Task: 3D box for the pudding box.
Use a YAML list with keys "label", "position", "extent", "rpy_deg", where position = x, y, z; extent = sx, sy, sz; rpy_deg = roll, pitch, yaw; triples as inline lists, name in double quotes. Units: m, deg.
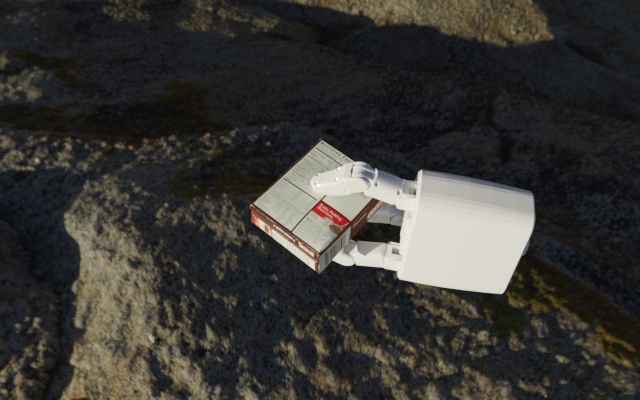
- label: "pudding box"
  position: [0.000, 0.001, 0.477]
  extent: [0.090, 0.113, 0.039]
  rpy_deg: [35, -29, 20]
